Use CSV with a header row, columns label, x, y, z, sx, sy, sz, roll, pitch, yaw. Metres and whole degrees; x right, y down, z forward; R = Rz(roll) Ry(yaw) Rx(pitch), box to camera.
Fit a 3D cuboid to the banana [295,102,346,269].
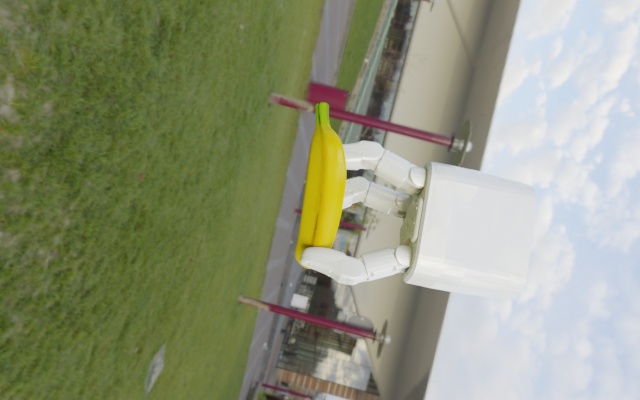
label,x,y,z,sx,sy,sz,roll,pitch,yaw
banana,0.000,0.011,0.455,0.037,0.198,0.069,8,39,-3
